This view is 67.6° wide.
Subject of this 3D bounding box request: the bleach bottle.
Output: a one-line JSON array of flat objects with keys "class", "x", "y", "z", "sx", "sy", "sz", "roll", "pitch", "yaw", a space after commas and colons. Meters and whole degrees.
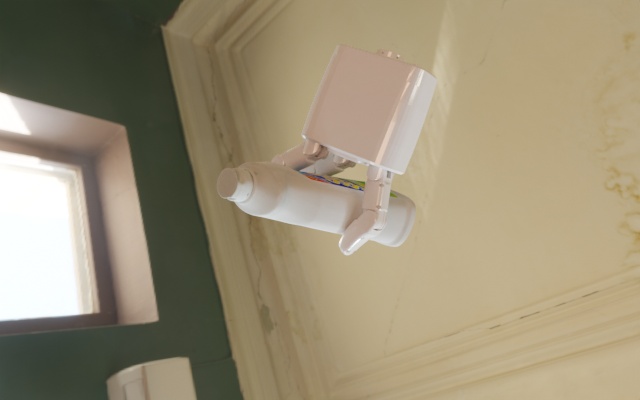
[{"class": "bleach bottle", "x": 0.000, "y": 0.002, "z": 0.522, "sx": 0.102, "sy": 0.068, "sz": 0.251, "roll": 25, "pitch": 10, "yaw": 39}]
